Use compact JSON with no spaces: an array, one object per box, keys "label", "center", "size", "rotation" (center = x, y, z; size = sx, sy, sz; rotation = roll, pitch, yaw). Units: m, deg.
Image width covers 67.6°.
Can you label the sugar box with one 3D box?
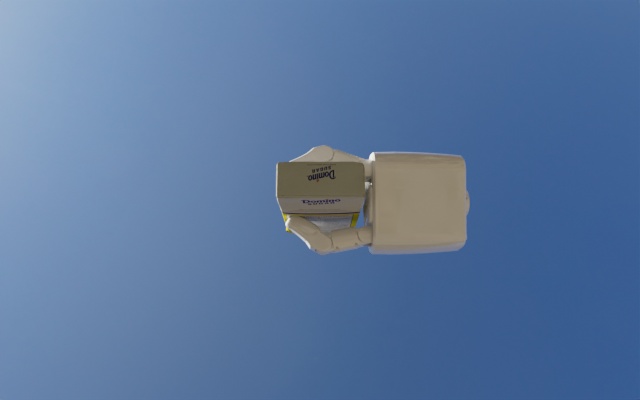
[{"label":"sugar box","center":[0.000,0.001,0.569],"size":[0.093,0.048,0.176],"rotation":[0,-18,-1]}]
